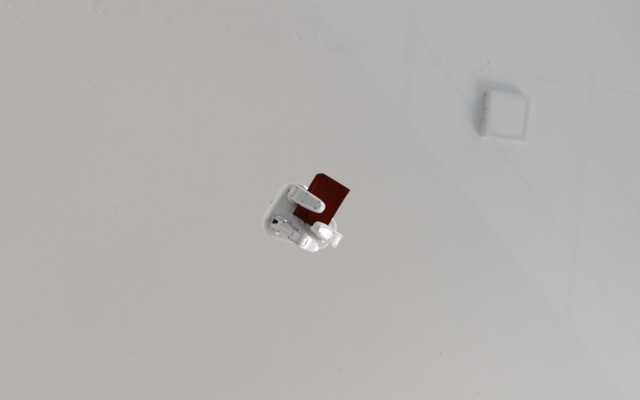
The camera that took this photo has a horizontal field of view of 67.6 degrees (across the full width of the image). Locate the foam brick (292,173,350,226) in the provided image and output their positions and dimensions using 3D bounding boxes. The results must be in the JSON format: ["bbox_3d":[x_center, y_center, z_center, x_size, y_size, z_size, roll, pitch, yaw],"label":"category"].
[{"bbox_3d":[0.000,0.002,0.743,0.053,0.078,0.051,33,-5,-10],"label":"foam brick"}]
